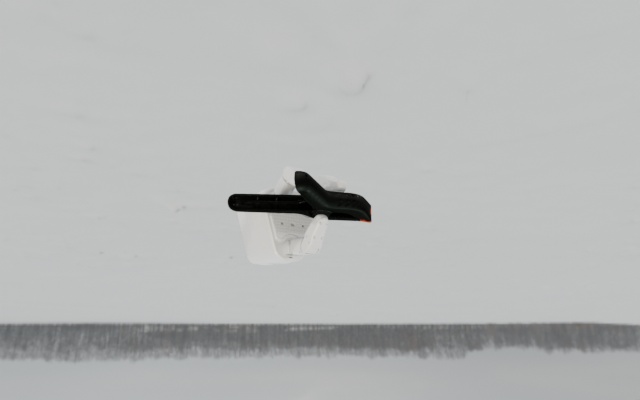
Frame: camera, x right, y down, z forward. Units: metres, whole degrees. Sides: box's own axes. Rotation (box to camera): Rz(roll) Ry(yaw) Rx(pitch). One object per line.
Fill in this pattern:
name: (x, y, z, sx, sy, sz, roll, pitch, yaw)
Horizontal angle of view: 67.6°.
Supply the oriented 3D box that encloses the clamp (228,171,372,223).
clamp: (0.000, 0.003, 0.656, 0.210, 0.036, 0.164, 9, -15, -32)
